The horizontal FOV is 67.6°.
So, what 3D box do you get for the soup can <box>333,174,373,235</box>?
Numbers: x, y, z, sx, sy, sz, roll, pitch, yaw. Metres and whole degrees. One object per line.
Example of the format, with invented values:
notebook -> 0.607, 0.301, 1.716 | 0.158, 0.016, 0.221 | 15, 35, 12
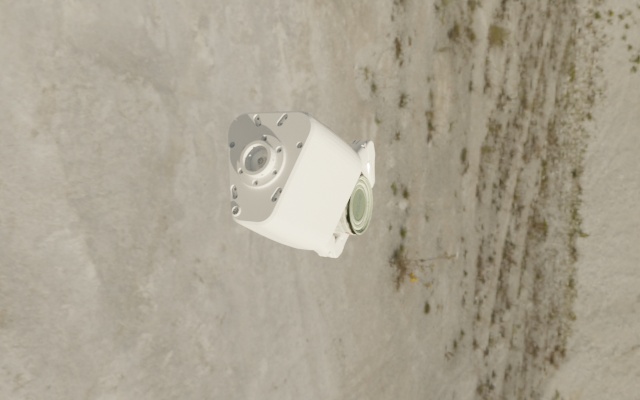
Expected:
soup can -> 0.001, 0.002, 0.540 | 0.102, 0.068, 0.068 | 4, 2, 28
